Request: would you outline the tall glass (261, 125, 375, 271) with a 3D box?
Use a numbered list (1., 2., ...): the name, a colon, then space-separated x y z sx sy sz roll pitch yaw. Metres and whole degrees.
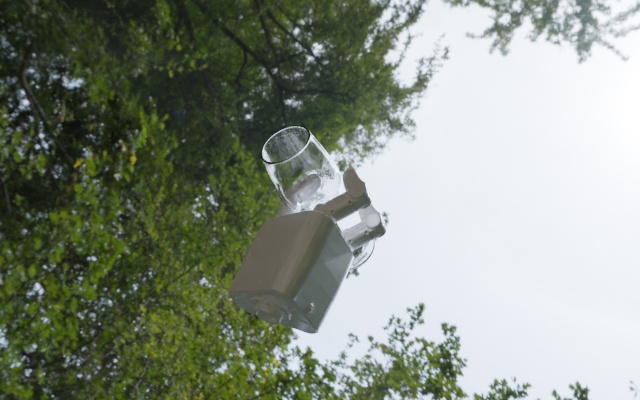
1. tall glass: 0.000 0.002 0.594 0.079 0.079 0.201 0 -41 32
